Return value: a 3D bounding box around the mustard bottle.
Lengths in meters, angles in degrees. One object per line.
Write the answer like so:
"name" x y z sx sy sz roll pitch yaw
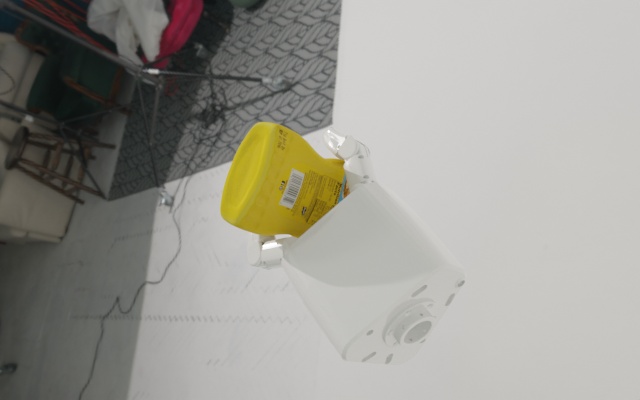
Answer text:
"mustard bottle" 0.000 0.001 0.472 0.192 0.096 0.058 23 -4 -43
